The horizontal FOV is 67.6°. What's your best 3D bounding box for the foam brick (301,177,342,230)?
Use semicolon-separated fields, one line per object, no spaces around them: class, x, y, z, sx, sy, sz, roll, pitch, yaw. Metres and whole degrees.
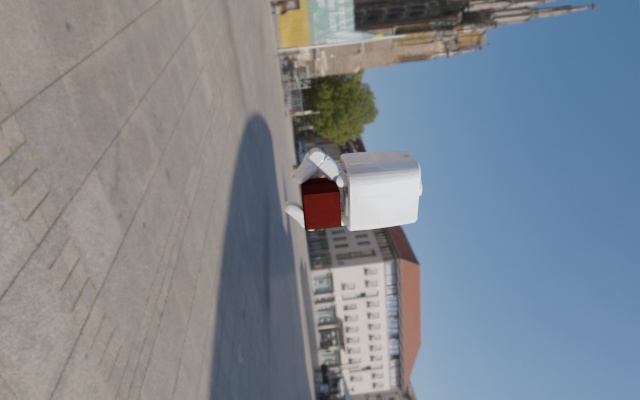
foam brick;0.000;0.002;0.675;0.051;0.053;0.078;-4;20;-3
